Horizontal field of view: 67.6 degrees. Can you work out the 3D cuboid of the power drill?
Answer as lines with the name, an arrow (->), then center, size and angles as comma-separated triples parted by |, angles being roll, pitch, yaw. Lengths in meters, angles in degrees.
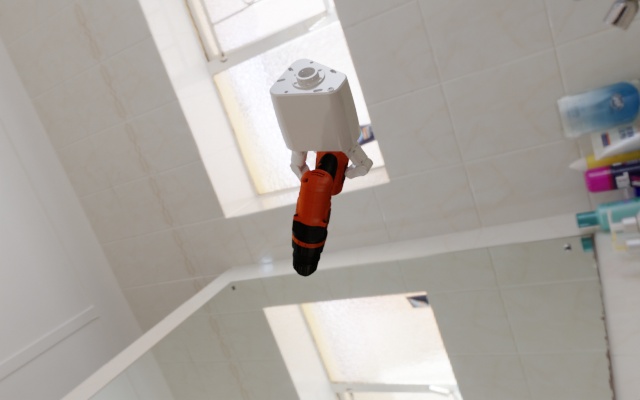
power drill -> 0.000, 0.002, 0.750 | 0.057, 0.185, 0.187 | 13, 35, 3
